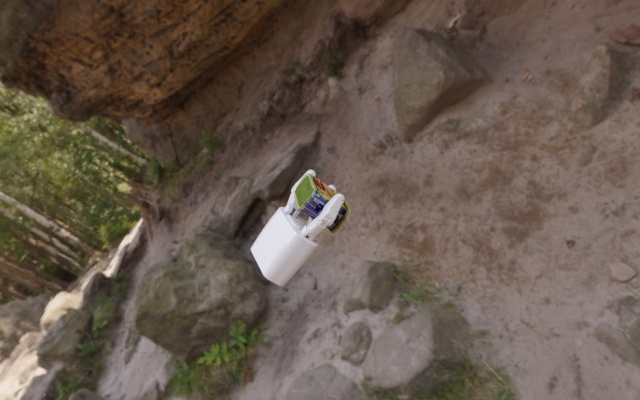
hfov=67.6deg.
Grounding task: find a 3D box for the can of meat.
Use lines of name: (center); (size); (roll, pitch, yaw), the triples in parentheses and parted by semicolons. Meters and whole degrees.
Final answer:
can of meat: (0.000, 0.003, 0.892); (0.084, 0.057, 0.102); (34, 15, -21)
